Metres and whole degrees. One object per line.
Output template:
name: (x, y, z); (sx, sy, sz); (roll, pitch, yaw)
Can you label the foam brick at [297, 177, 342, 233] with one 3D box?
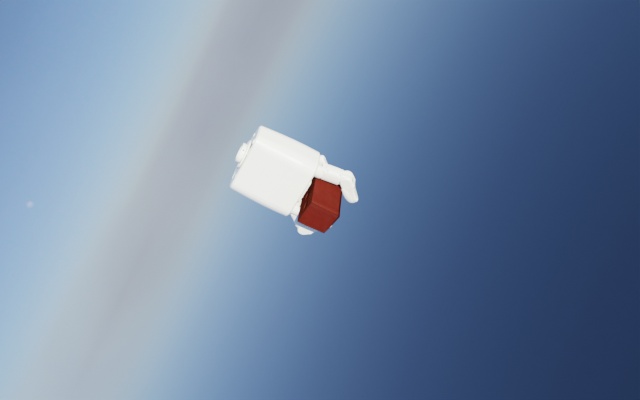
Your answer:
foam brick: (0.000, 0.003, 0.770); (0.051, 0.078, 0.053); (25, -47, -16)
